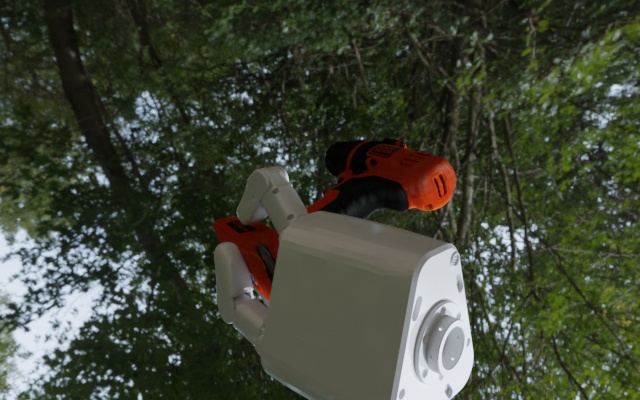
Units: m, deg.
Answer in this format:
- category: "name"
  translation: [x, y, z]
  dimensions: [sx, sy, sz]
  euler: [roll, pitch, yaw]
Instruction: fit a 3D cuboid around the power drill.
- category: "power drill"
  translation: [0.000, 0.002, 0.437]
  dimensions: [0.187, 0.057, 0.184]
  euler: [-32, 22, -17]
